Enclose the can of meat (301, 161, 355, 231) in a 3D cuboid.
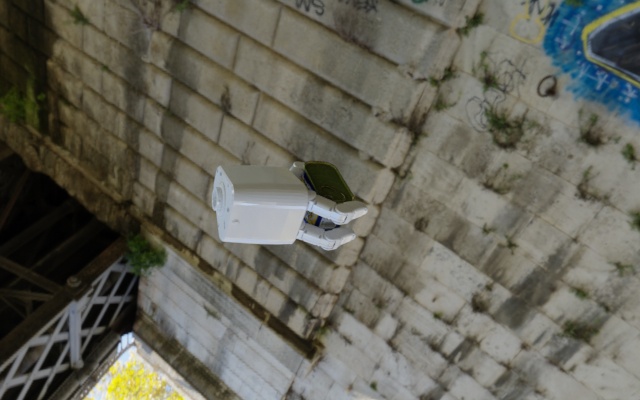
[{"bbox_3d":[0.000,0.003,0.736,0.057,0.084,0.102,1,40,-28],"label":"can of meat"}]
